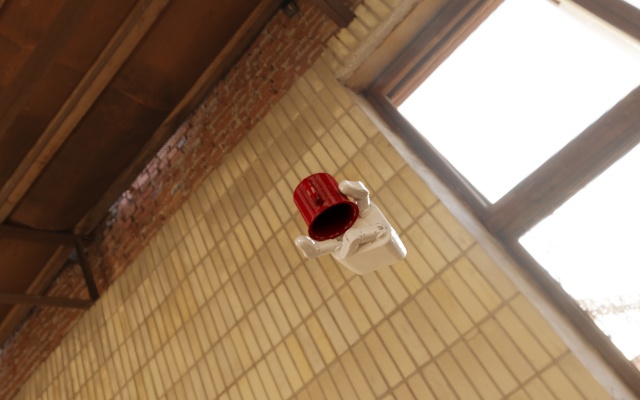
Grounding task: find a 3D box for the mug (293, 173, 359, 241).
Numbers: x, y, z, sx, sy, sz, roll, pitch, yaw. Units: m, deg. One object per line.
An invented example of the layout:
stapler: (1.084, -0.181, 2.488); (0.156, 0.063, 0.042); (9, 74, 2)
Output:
mug: (-0.001, 0.002, 0.789); (0.093, 0.081, 0.117); (-36, -36, 6)
